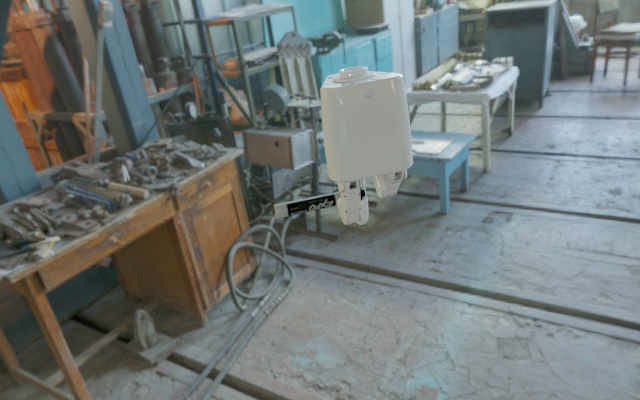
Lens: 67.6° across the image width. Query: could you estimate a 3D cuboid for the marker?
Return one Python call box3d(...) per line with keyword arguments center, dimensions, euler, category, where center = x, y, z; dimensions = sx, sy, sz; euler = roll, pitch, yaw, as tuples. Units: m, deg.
box3d(center=(0.000, 0.002, 0.626), dimensions=(0.121, 0.020, 0.020), euler=(-12, 1, -7), category="marker")
